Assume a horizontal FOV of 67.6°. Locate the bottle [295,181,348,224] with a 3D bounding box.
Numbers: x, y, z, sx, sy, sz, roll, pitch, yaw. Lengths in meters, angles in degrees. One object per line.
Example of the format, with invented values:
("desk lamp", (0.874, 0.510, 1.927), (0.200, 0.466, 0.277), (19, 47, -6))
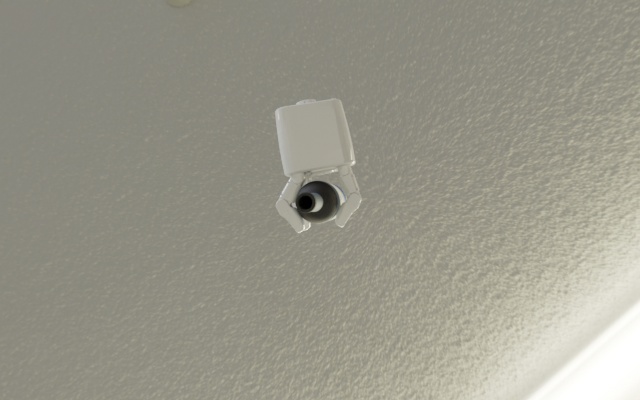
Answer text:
("bottle", (0.000, 0.003, 0.773), (0.069, 0.069, 0.296), (0, 0, 8))
